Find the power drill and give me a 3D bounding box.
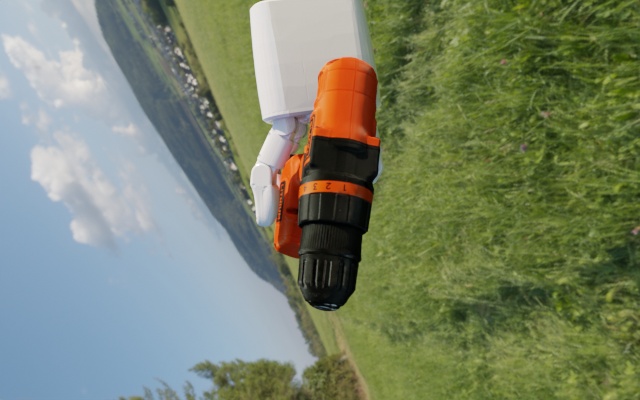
[{"bbox_3d":[0.000,0.001,0.405,0.057,0.184,0.188,11,-16,-10],"label":"power drill"}]
